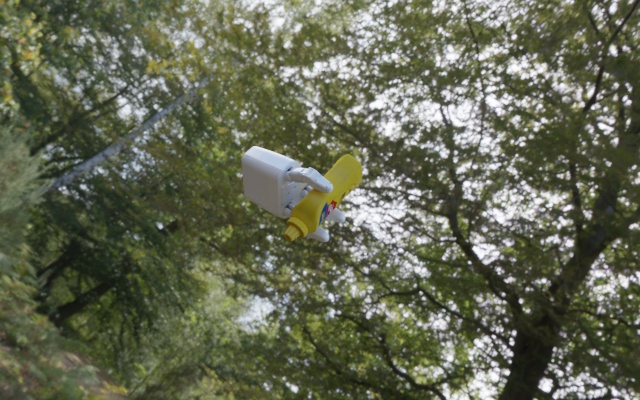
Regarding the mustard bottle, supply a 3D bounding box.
[{"bbox_3d":[0.001,0.003,0.877,0.058,0.191,0.096,38,-28,11],"label":"mustard bottle"}]
